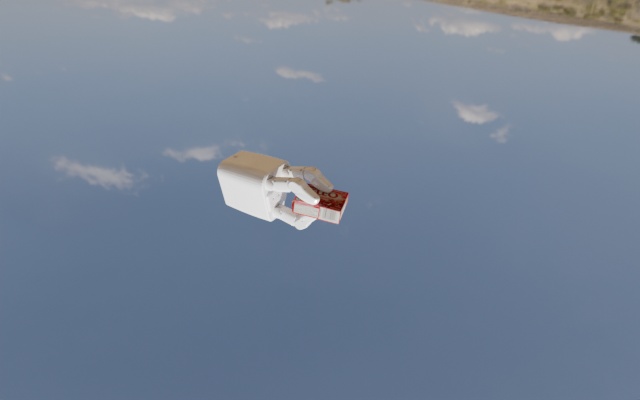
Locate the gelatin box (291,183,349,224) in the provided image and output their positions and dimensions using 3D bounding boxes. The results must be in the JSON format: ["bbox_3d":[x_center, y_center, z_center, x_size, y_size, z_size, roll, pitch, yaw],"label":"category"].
[{"bbox_3d":[0.000,0.003,0.864,0.089,0.030,0.073,14,30,8],"label":"gelatin box"}]
